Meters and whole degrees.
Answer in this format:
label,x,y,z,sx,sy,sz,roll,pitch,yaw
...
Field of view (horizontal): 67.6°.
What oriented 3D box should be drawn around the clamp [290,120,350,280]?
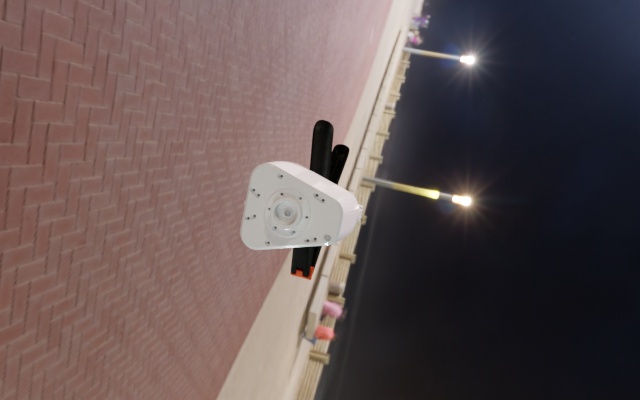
label,x,y,z,sx,sy,sz,roll,pitch,yaw
clamp,0.001,0.003,0.660,0.036,0.210,0.164,13,5,13
